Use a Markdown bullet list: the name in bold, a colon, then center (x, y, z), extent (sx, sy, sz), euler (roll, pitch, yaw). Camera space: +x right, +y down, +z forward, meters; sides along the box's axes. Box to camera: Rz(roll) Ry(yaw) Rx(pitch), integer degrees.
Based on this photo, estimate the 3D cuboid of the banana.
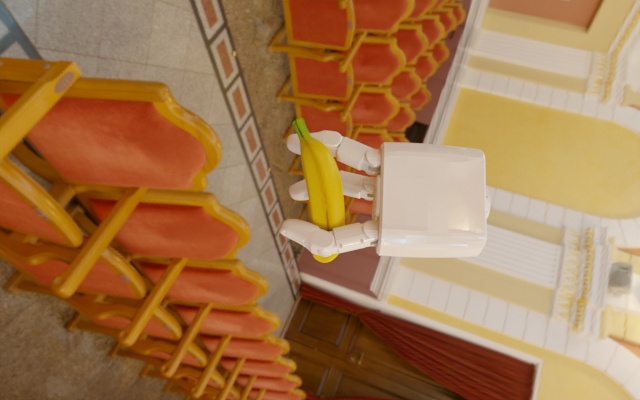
- **banana**: center (0.004, 0.010, 0.517), extent (0.037, 0.198, 0.069), euler (-12, 39, -8)
